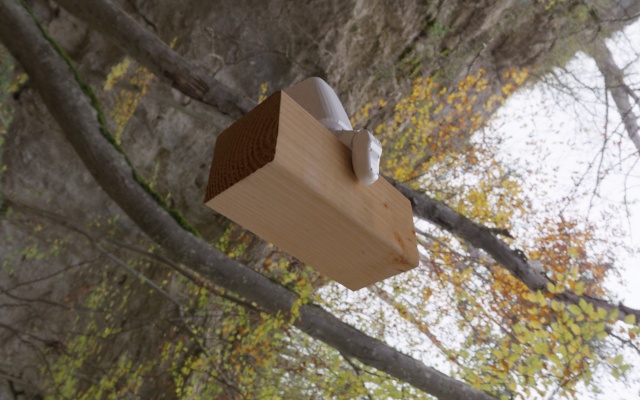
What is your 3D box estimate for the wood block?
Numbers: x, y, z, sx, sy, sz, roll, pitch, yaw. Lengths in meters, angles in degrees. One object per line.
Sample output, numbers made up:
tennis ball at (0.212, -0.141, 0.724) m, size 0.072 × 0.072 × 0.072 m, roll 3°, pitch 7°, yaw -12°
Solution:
wood block at (0.000, 0.001, 0.473) m, size 0.091 × 0.090 × 0.206 m, roll -29°, pitch -48°, yaw 31°
